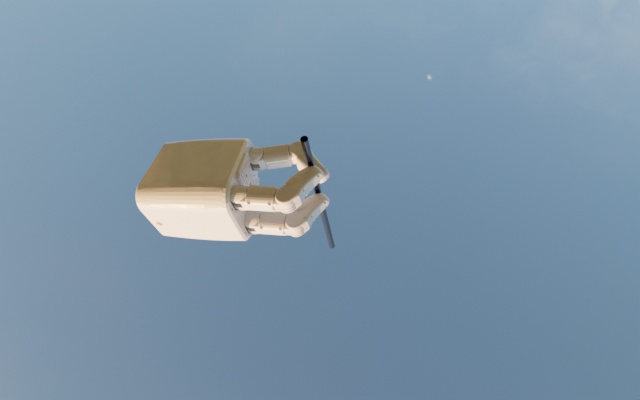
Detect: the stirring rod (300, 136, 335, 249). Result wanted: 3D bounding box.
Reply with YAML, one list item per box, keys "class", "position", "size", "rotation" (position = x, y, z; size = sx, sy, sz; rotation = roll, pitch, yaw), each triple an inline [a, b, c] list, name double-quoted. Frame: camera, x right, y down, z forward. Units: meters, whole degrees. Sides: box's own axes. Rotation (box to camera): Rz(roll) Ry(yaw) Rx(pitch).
- class: "stirring rod"
  position: [0.000, 0.002, 0.570]
  size: [0.011, 0.011, 0.240]
  rotation: [0, -31, 9]
